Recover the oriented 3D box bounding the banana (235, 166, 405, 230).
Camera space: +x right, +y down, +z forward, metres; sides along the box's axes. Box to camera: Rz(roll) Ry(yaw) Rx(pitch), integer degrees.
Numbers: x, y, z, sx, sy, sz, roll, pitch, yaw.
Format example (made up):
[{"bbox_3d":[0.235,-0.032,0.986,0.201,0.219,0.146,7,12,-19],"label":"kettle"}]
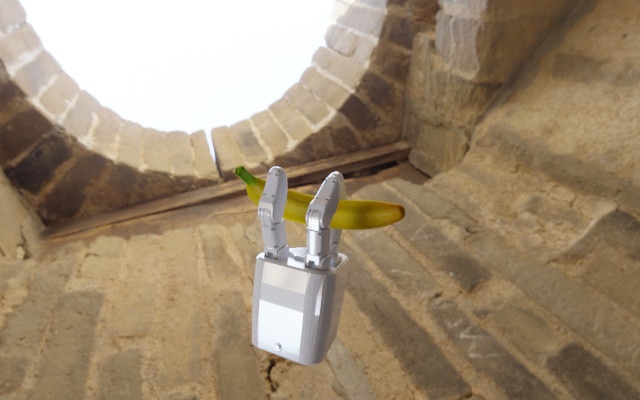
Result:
[{"bbox_3d":[-0.003,0.007,0.558,0.198,0.037,0.070,12,-19,6],"label":"banana"}]
